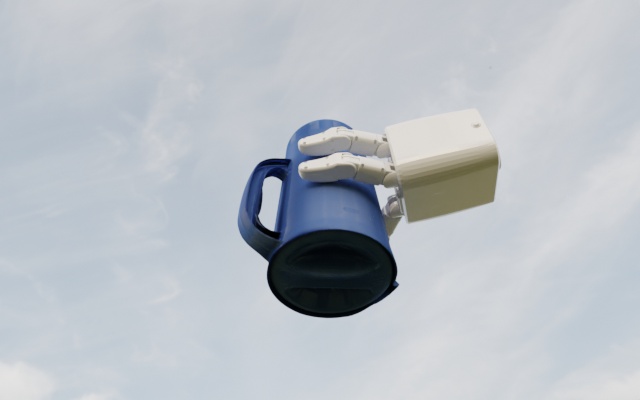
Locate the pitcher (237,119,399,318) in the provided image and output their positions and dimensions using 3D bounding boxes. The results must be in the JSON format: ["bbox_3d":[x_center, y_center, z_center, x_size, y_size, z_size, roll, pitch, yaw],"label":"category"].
[{"bbox_3d":[0.000,0.002,0.567,0.145,0.149,0.242,-14,38,9],"label":"pitcher"}]
